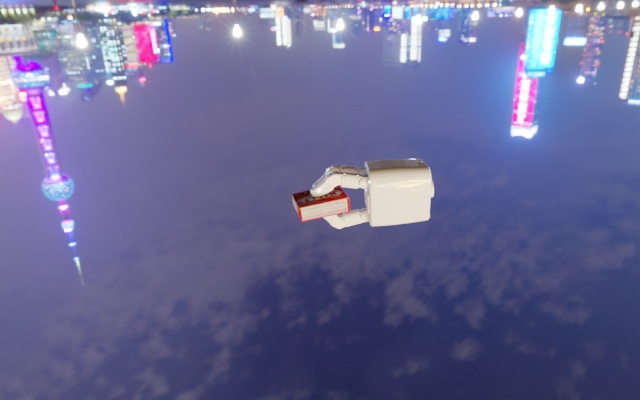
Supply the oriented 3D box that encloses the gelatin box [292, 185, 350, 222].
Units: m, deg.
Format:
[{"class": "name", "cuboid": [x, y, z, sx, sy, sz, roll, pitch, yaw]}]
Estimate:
[{"class": "gelatin box", "cuboid": [0.000, 0.003, 0.834, 0.089, 0.030, 0.073, -12, 22, -9]}]
